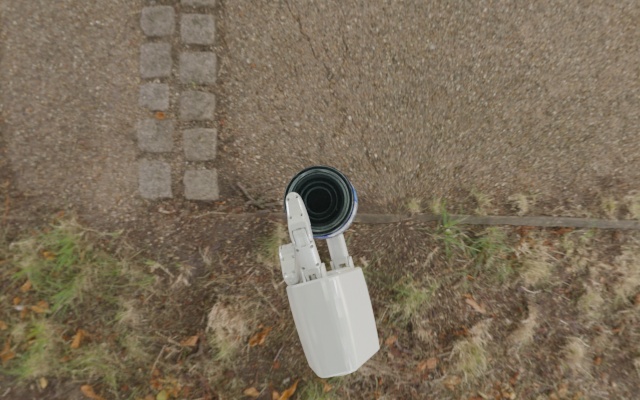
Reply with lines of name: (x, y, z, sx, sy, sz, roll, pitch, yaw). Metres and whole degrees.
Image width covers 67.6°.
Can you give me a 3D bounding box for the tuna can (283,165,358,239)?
tuna can: (0.000, 0.002, 0.564, 0.086, 0.086, 0.034, 0, -8, 11)
